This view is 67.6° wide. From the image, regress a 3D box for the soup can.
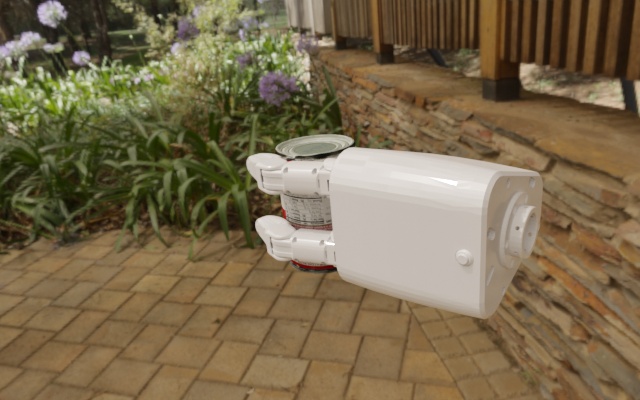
[{"bbox_3d":[0.000,0.001,0.406,0.068,0.102,0.068,-5,21,2],"label":"soup can"}]
